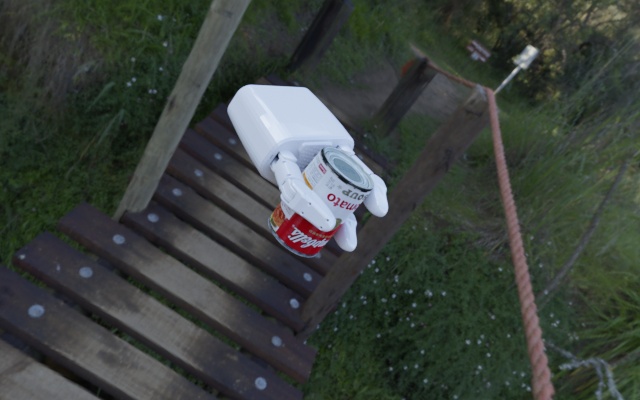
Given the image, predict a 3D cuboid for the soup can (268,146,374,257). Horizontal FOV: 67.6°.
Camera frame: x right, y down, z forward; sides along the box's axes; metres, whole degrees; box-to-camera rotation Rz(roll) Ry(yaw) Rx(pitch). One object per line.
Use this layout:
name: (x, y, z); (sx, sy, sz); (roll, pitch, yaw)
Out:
soup can: (0.000, 0.002, 0.507); (0.068, 0.102, 0.068); (31, 25, -17)
